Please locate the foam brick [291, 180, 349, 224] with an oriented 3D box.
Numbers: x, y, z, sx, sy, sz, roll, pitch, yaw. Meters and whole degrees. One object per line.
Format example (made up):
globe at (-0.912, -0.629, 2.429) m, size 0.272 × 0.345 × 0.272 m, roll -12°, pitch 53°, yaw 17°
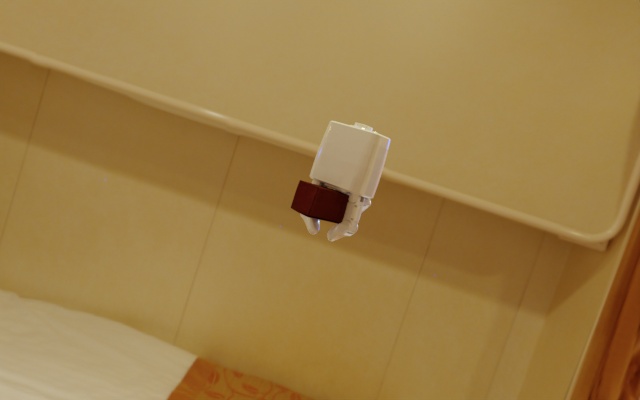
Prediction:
foam brick at (0.000, 0.003, 0.794) m, size 0.078 × 0.051 × 0.053 m, roll 14°, pitch 7°, yaw -42°
